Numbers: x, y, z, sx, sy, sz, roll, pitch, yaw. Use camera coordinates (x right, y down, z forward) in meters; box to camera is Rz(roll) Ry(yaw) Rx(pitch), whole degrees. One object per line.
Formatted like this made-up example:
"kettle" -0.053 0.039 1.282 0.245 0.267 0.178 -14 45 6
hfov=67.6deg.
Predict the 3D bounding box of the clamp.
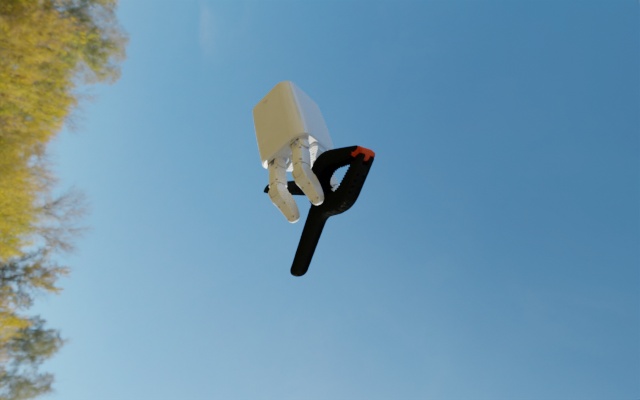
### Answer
"clamp" 0.001 0.002 0.684 0.036 0.164 0.210 9 -35 -44
